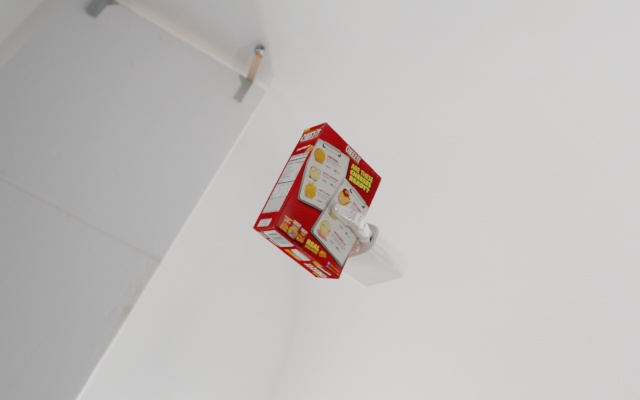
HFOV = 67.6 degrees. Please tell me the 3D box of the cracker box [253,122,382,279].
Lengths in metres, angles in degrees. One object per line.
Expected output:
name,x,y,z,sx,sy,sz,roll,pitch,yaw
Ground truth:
cracker box,0.000,0.003,0.822,0.072,0.213,0.164,-7,-40,48
